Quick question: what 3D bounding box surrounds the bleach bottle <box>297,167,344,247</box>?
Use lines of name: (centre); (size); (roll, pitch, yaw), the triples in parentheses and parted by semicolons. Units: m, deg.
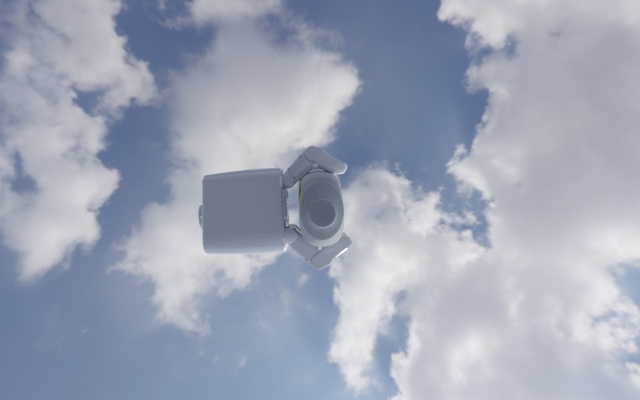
bleach bottle: (0.000, 0.002, 0.627); (0.068, 0.102, 0.251); (-2, 2, -1)
